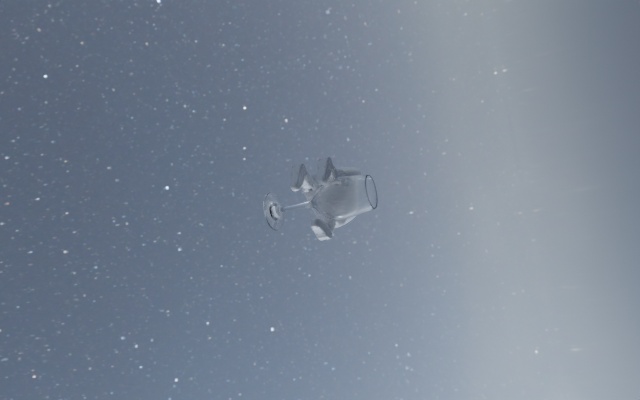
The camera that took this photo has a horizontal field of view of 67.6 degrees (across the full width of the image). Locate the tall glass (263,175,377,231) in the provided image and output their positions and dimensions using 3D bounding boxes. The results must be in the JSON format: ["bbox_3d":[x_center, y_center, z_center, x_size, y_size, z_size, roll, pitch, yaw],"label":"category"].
[{"bbox_3d":[-0.001,0.003,0.876,0.201,0.079,0.079,-11,-5,23],"label":"tall glass"}]
